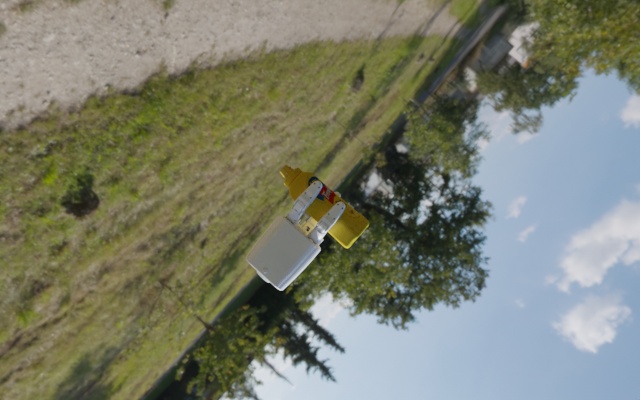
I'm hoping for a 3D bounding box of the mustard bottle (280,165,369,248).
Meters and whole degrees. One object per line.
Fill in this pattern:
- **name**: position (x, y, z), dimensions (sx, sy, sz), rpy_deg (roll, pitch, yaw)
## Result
- **mustard bottle**: position (0.001, 0.003, 0.889), dimensions (0.191, 0.058, 0.096), rpy_deg (41, 24, 6)
